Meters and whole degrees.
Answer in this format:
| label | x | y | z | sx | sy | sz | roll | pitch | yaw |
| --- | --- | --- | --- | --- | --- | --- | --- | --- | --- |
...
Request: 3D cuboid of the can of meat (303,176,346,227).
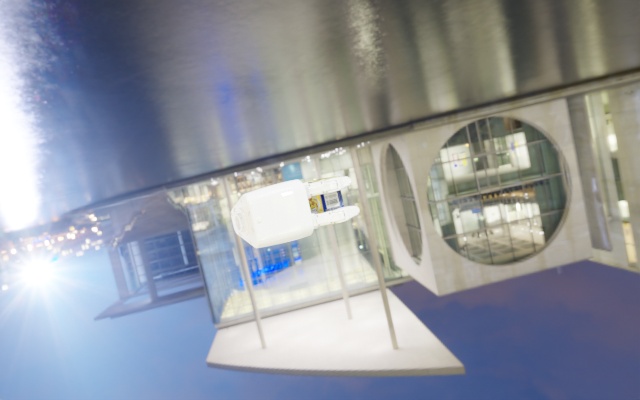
| label | x | y | z | sx | sy | sz | roll | pitch | yaw |
| --- | --- | --- | --- | --- | --- | --- | --- | --- | --- |
| can of meat | 0.000 | 0.003 | 0.885 | 0.057 | 0.084 | 0.102 | -14 | 4 | -31 |
